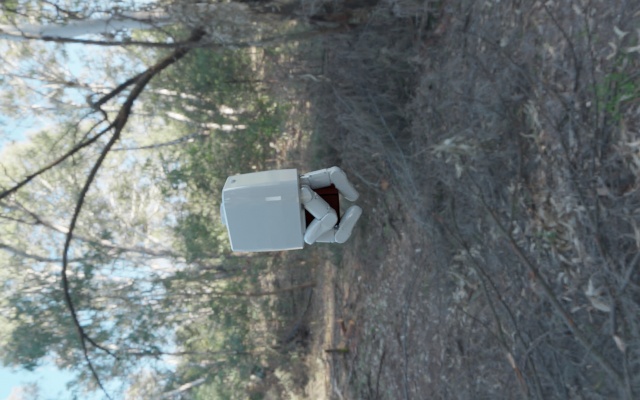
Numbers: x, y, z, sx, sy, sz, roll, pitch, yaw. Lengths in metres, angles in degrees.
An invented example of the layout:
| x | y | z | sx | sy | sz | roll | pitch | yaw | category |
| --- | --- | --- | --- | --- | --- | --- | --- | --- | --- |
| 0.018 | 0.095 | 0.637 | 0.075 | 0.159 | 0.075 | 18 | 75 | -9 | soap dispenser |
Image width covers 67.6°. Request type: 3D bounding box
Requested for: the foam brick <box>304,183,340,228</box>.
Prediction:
| x | y | z | sx | sy | sz | roll | pitch | yaw | category |
| --- | --- | --- | --- | --- | --- | --- | --- | --- | --- |
| 0.000 | 0.002 | 0.726 | 0.051 | 0.053 | 0.078 | -5 | 19 | -2 | foam brick |
